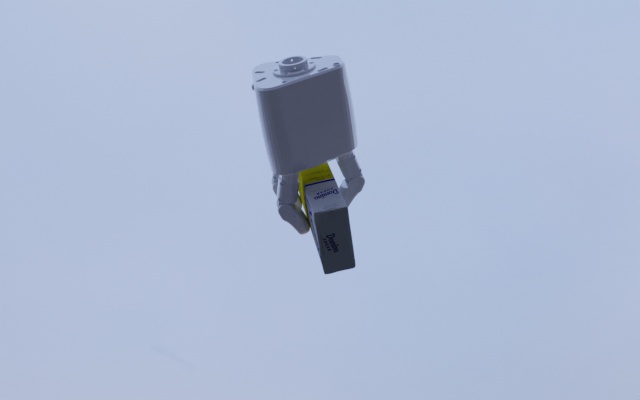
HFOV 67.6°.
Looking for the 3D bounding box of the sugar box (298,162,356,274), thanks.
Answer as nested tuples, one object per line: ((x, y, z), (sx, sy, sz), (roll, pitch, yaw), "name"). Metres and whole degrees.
((0.000, 0.002, 0.615), (0.048, 0.093, 0.176), (-12, 34, -3), "sugar box")
